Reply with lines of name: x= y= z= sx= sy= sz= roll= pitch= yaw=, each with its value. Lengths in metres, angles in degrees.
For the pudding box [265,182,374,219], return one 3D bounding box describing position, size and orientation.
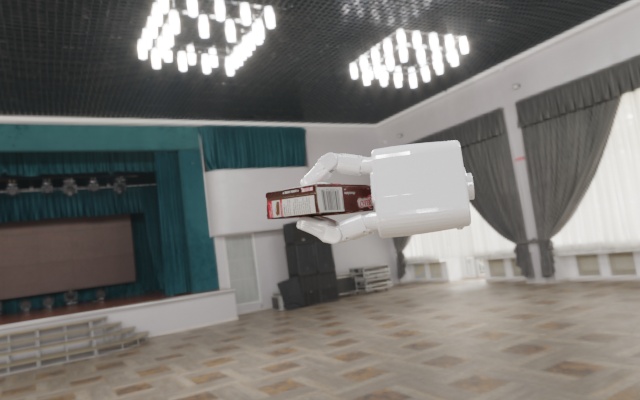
pudding box: x=0.000 y=0.002 z=0.615 sx=0.090 sy=0.039 sz=0.113 roll=-9 pitch=-7 yaw=41
